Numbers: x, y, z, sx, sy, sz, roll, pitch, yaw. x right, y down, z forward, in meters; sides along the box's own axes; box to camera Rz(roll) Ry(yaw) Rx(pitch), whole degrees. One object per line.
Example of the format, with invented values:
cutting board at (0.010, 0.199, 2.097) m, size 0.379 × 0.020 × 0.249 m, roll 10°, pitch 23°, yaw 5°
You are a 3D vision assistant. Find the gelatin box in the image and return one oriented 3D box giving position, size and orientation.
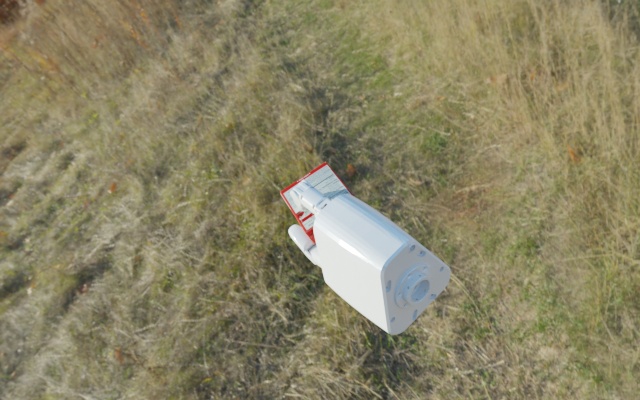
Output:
gelatin box at (0.000, 0.001, 0.599) m, size 0.073 × 0.030 × 0.089 m, roll -34°, pitch 46°, yaw -2°
